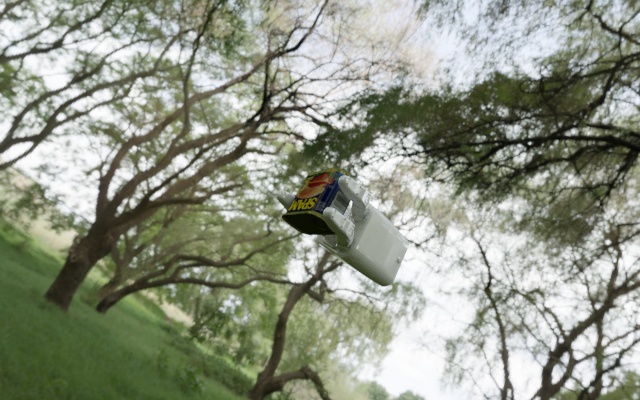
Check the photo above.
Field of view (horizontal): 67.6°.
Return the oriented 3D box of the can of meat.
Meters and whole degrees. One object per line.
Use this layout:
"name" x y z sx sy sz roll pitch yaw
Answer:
"can of meat" 0.000 0.002 0.723 0.057 0.084 0.102 39 -24 -26
